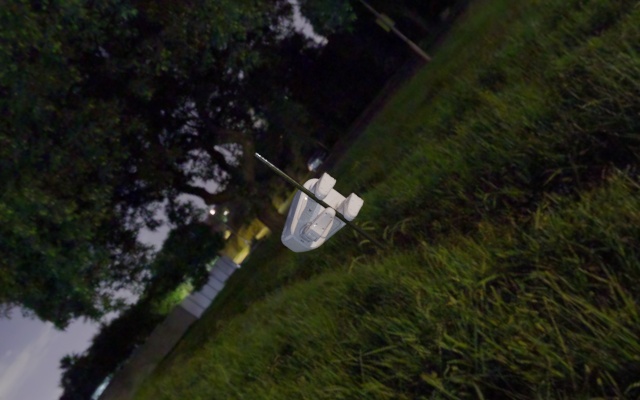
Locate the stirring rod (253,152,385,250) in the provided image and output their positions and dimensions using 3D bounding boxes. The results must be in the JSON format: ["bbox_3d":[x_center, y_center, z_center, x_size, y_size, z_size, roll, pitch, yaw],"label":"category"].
[{"bbox_3d":[0.000,0.002,0.715,0.239,0.011,0.011,36,-5,-7],"label":"stirring rod"}]
